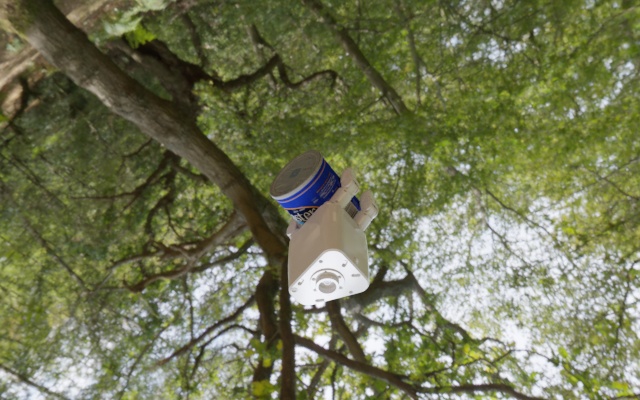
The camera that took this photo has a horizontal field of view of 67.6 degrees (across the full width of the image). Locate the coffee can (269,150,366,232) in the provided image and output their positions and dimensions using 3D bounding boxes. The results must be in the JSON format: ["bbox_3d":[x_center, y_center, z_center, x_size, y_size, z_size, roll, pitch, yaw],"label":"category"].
[{"bbox_3d":[0.000,0.002,0.781,0.103,0.102,0.140,0,-42,53],"label":"coffee can"}]
